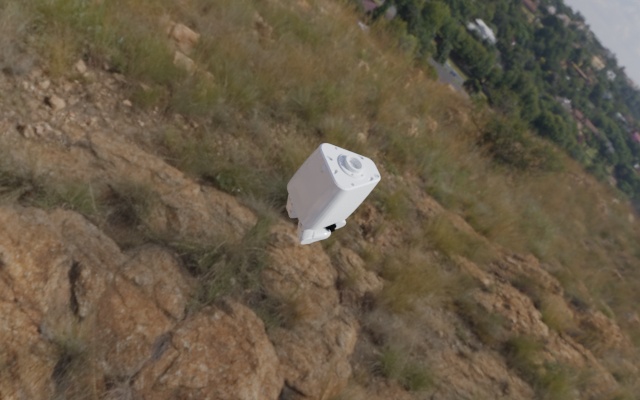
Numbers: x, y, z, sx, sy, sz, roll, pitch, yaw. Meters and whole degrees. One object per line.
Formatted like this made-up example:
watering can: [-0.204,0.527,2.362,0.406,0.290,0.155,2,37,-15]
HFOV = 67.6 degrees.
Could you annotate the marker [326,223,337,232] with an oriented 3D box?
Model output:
marker: [0.000,0.003,0.846,0.020,0.121,0.020,-18,-28,-10]
